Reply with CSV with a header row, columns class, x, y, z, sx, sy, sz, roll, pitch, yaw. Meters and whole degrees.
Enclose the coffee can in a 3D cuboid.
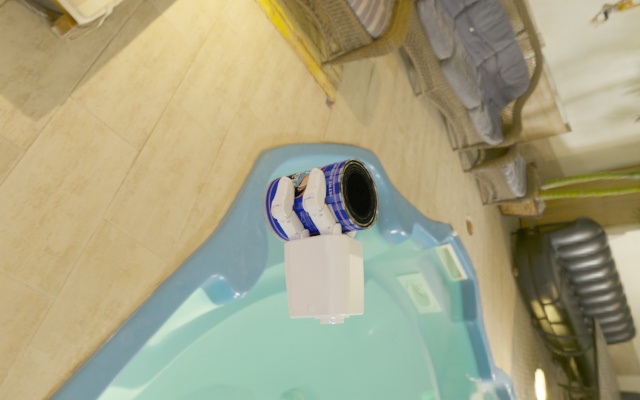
class,x,y,z,sx,sy,sz,roll,pitch,yaw
coffee can,0.000,0.002,0.703,0.140,0.103,0.103,-12,-7,34
